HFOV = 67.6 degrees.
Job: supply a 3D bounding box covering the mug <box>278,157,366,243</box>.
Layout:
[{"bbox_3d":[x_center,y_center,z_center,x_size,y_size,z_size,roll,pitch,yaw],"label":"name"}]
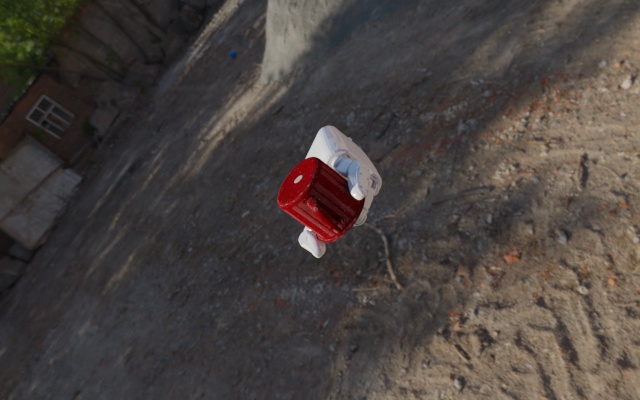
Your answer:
[{"bbox_3d":[0.000,0.003,0.617,0.081,0.093,0.117,37,16,-26],"label":"mug"}]
